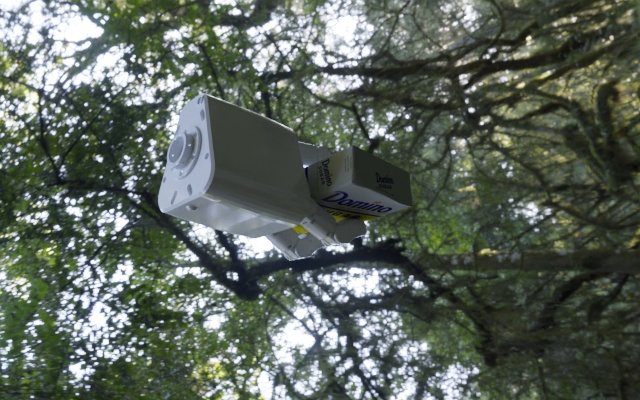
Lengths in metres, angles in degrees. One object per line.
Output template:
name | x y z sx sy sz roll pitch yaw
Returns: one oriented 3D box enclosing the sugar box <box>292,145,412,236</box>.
sugar box | 0.000 0.002 0.517 0.093 0.048 0.176 19 -27 -41
